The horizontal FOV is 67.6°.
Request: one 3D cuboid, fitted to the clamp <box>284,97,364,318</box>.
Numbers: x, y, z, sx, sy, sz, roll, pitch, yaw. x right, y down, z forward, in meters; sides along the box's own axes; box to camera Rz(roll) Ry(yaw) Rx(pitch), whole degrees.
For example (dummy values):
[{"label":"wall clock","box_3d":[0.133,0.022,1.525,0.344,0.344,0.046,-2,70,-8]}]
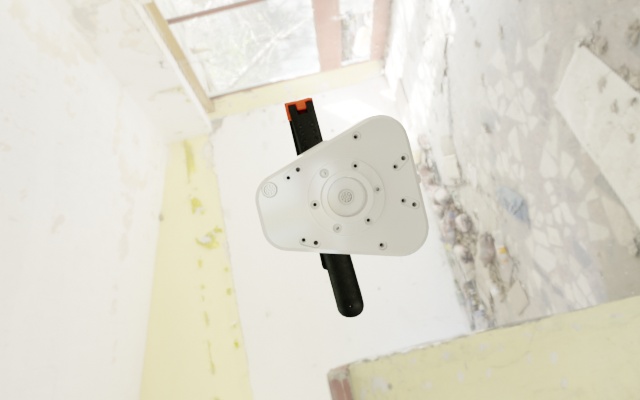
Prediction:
[{"label":"clamp","box_3d":[-0.001,0.001,0.499,0.036,0.210,0.164,-14,2,-5]}]
